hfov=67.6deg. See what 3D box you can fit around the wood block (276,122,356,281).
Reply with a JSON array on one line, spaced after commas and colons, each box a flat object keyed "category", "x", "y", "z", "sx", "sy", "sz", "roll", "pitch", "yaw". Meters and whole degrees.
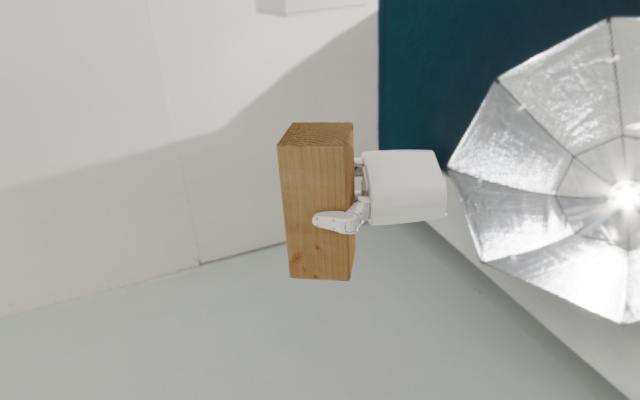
[{"category": "wood block", "x": 0.000, "y": 0.002, "z": 0.673, "sx": 0.090, "sy": 0.206, "sz": 0.090, "roll": 2, "pitch": 28, "yaw": 10}]
